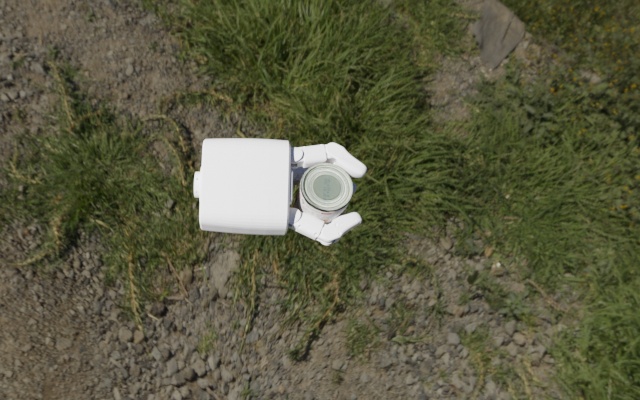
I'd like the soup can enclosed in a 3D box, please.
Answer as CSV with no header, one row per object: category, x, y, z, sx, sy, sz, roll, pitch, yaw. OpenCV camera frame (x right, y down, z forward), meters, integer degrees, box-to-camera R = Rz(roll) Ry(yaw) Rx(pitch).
soup can,0.001,0.002,0.626,0.068,0.068,0.102,0,-23,-10
